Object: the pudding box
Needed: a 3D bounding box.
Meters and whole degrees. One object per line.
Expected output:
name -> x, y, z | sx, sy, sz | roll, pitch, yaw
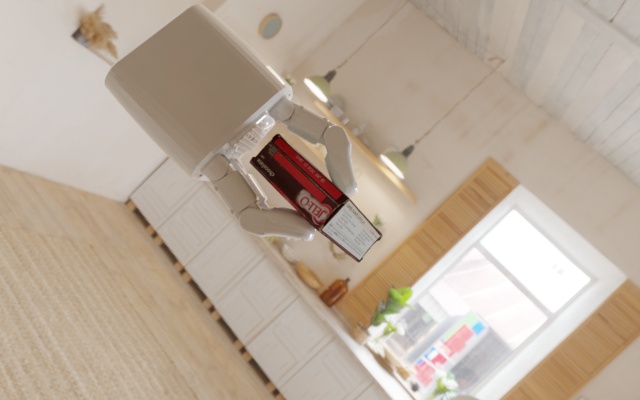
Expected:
pudding box -> 0.000, 0.001, 0.411 | 0.090, 0.039, 0.113 | 45, 2, 28
